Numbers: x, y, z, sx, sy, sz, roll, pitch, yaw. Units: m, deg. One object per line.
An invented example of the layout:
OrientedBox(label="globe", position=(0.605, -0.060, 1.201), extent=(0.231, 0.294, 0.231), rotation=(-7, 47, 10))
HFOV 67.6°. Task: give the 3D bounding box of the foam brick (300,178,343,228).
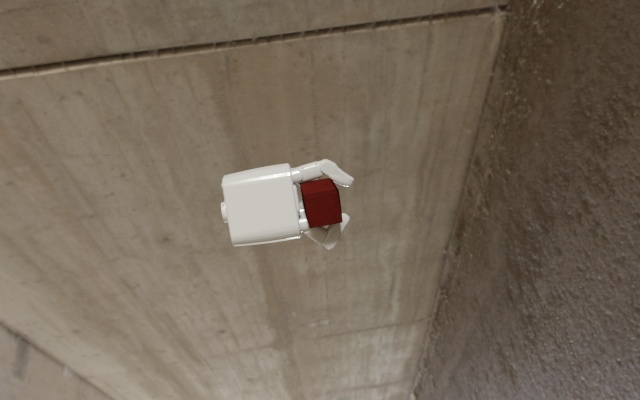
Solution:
OrientedBox(label="foam brick", position=(0.000, 0.002, 0.716), extent=(0.051, 0.053, 0.078), rotation=(-10, 16, -4))
